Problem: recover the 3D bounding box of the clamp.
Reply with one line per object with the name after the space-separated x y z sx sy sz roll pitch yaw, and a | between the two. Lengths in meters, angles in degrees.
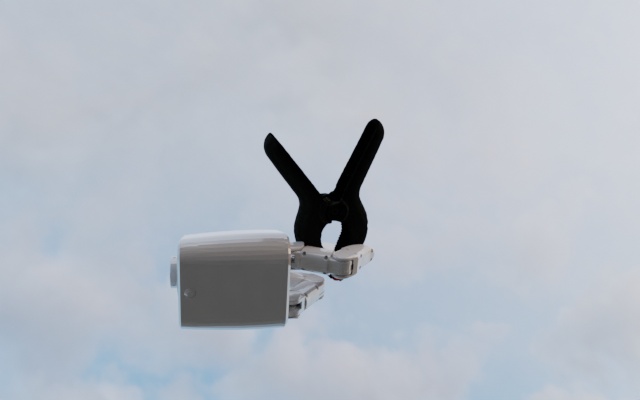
0.000 0.002 0.483 0.120 0.171 0.039 0 17 -13 | clamp
